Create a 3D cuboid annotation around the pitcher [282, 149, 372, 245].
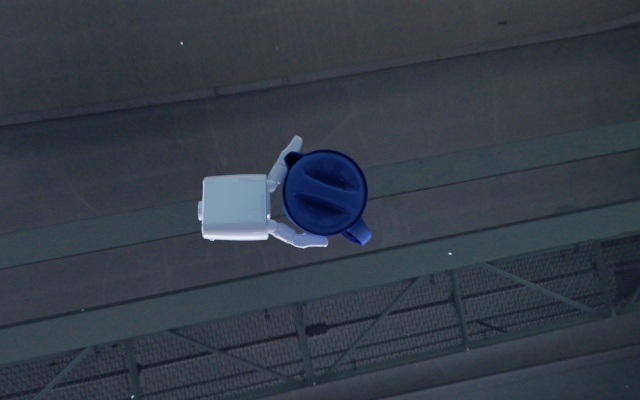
[{"bbox_3d":[0.000,0.003,0.838,0.145,0.149,0.243,0,-3,-7],"label":"pitcher"}]
